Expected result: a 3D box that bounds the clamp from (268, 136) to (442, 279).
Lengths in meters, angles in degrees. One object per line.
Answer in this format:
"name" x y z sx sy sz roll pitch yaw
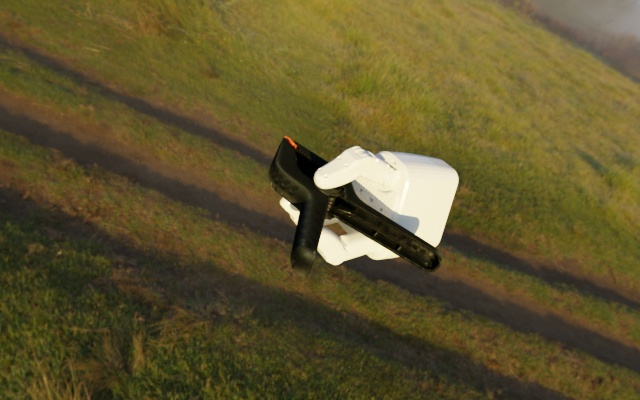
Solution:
"clamp" 0.000 0.001 0.462 0.164 0.036 0.210 0 37 -43
